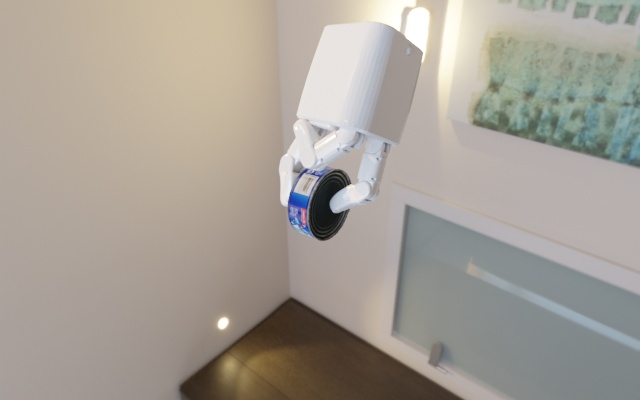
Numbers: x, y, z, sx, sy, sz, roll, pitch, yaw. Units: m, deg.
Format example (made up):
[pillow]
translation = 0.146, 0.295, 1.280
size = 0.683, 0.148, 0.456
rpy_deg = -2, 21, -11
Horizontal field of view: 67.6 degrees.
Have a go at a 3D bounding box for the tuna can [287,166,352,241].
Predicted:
[tuna can]
translation = 0.000, 0.002, 0.561
size = 0.033, 0.086, 0.086
rpy_deg = 17, 10, 34
